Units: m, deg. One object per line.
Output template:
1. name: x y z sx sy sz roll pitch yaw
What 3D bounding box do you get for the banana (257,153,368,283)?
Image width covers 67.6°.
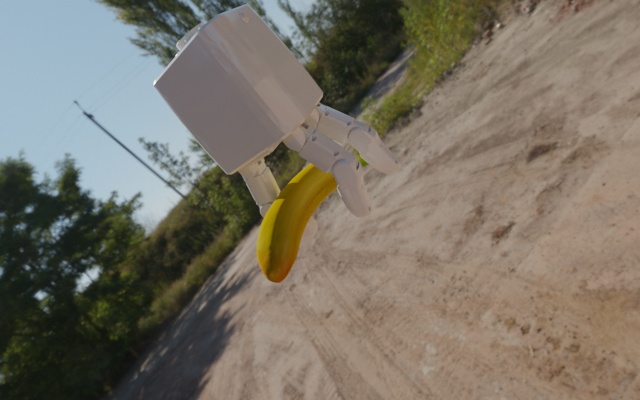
1. banana: -0.012 0.002 0.440 0.069 0.037 0.197 -11 28 42
